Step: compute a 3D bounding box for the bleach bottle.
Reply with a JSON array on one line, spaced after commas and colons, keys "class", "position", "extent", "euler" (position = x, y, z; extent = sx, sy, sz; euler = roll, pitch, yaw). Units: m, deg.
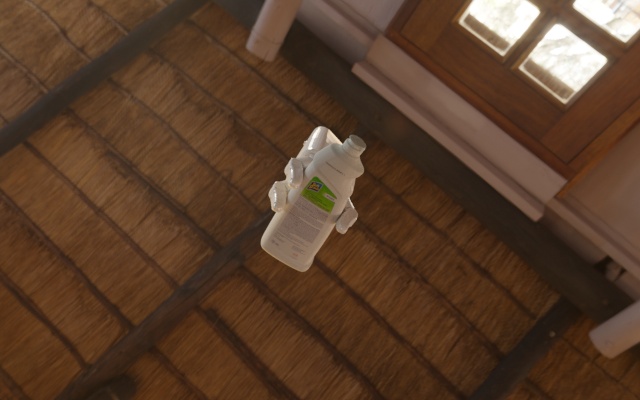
[{"class": "bleach bottle", "position": [0.000, 0.003, 0.774], "extent": [0.102, 0.251, 0.068], "euler": [31, 32, -8]}]
